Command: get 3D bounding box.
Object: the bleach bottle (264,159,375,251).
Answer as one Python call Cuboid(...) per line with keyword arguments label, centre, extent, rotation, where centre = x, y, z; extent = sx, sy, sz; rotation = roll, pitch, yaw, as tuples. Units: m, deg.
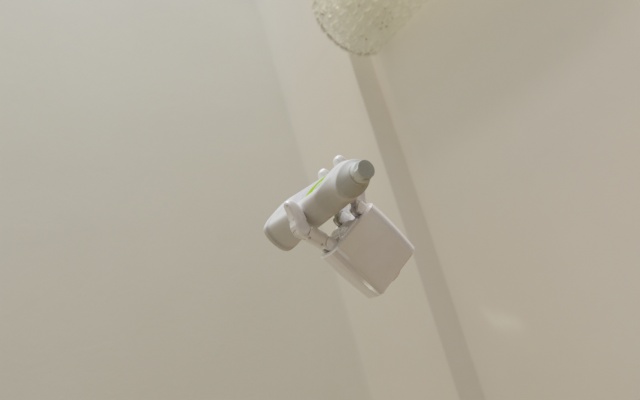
Cuboid(label="bleach bottle", centre=(0.000, 0.002, 0.755), extent=(0.102, 0.068, 0.251), rotation=(-53, 10, -33))
